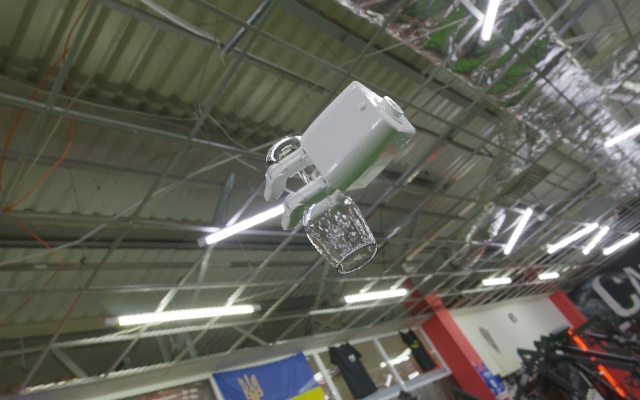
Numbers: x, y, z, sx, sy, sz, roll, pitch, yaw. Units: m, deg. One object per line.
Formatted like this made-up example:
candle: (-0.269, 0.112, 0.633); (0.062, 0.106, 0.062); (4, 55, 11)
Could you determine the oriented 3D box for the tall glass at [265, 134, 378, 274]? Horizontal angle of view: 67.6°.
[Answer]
tall glass: (0.000, 0.002, 0.652); (0.079, 0.201, 0.079); (-24, -30, -15)
